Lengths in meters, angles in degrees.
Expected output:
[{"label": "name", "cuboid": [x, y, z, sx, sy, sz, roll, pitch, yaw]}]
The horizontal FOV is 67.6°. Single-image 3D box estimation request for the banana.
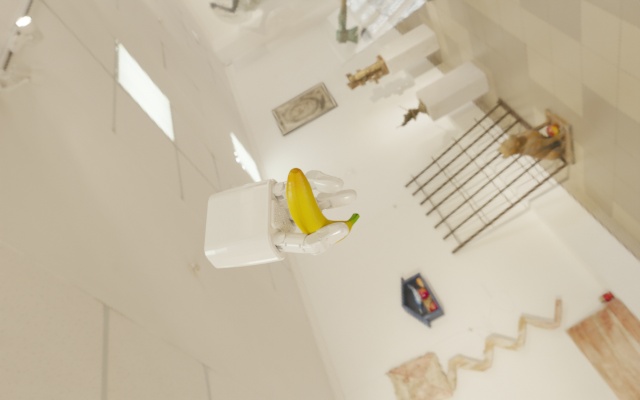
[{"label": "banana", "cuboid": [-0.003, 0.021, 0.654, 0.037, 0.069, 0.198, 9, -14, 29]}]
